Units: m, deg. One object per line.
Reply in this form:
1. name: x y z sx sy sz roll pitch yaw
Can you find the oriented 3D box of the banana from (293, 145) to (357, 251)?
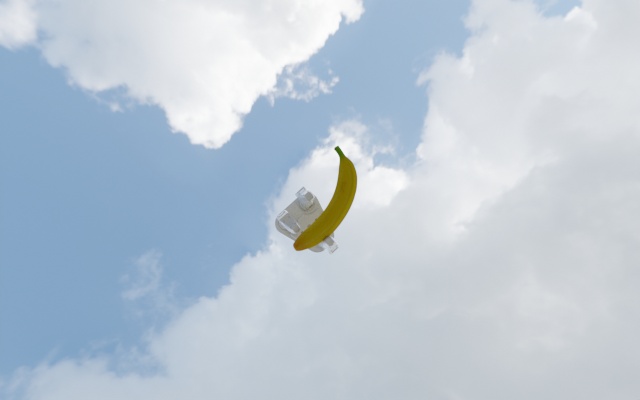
1. banana: 0.019 0.007 0.841 0.069 0.198 0.037 23 -6 -4
